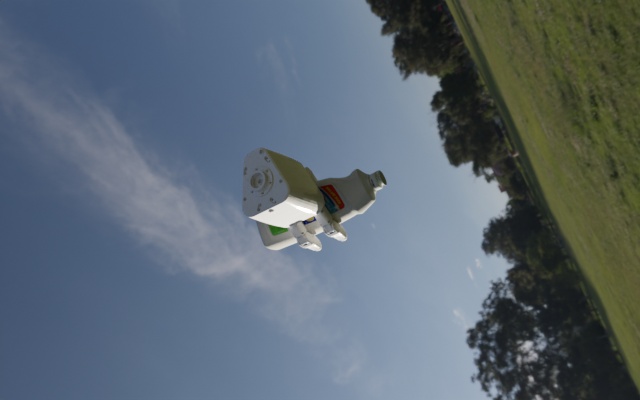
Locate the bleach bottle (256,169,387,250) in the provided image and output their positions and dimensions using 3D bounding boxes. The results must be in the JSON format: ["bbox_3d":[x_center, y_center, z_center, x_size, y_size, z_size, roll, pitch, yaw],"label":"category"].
[{"bbox_3d":[0.000,0.003,0.868,0.251,0.102,0.068,-25,-20,23],"label":"bleach bottle"}]
